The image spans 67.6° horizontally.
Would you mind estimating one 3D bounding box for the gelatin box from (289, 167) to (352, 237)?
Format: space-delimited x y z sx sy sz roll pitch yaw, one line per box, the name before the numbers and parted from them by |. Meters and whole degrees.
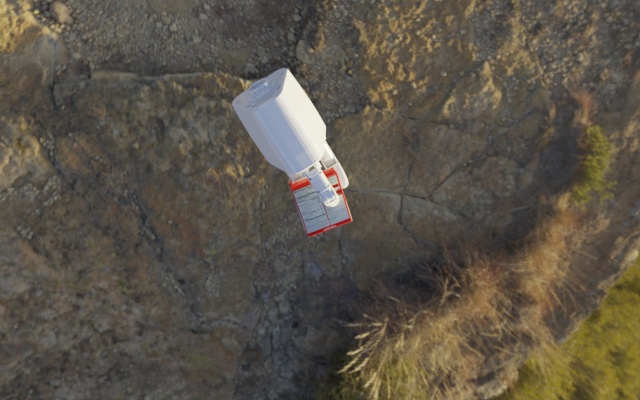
gelatin box | 0.000 0.003 0.726 0.073 0.089 0.030 -21 26 -4
